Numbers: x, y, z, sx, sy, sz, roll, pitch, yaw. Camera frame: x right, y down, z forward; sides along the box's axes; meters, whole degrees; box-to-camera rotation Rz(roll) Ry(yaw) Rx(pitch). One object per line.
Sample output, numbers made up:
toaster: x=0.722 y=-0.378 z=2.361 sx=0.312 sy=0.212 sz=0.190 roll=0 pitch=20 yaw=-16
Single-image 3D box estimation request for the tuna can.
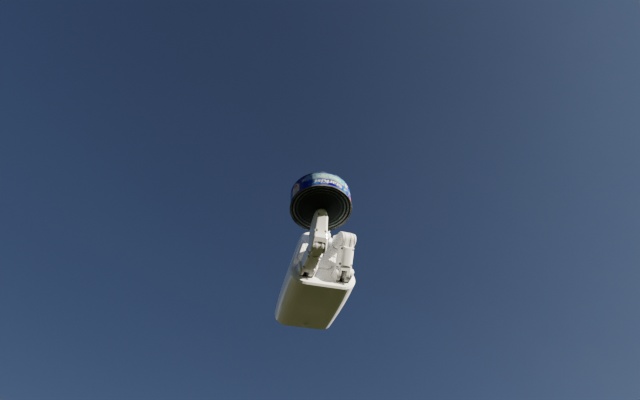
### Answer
tuna can: x=0.000 y=0.002 z=0.666 sx=0.086 sy=0.086 sz=0.033 roll=0 pitch=41 yaw=-2
